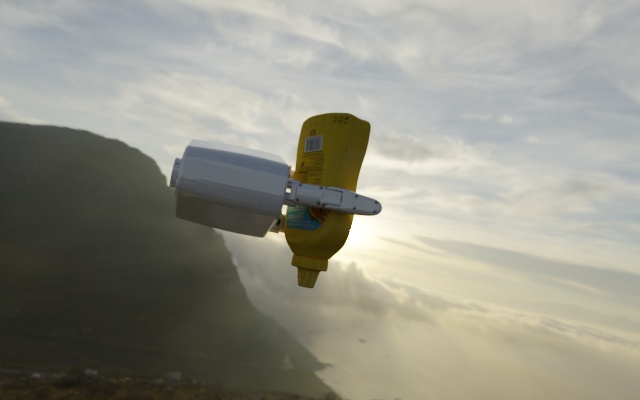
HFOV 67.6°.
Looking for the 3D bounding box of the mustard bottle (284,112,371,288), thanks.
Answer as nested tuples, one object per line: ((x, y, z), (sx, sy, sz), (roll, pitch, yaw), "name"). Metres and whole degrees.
((0.000, 0.002, 0.537), (0.058, 0.191, 0.096), (16, -9, -38), "mustard bottle")
